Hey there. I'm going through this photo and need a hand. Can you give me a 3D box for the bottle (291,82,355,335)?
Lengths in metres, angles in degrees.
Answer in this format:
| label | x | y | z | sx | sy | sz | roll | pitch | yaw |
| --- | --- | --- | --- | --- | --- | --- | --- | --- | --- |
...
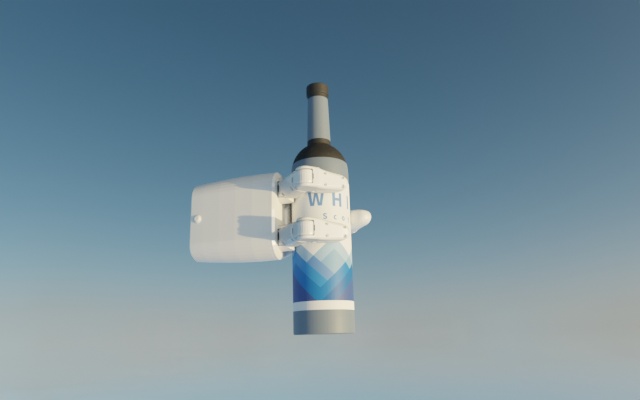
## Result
| label | x | y | z | sx | sy | sz | roll | pitch | yaw |
| --- | --- | --- | --- | --- | --- | --- | --- | --- | --- |
| bottle | 0.000 | 0.002 | 0.551 | 0.069 | 0.295 | 0.069 | -2 | -16 | 0 |
